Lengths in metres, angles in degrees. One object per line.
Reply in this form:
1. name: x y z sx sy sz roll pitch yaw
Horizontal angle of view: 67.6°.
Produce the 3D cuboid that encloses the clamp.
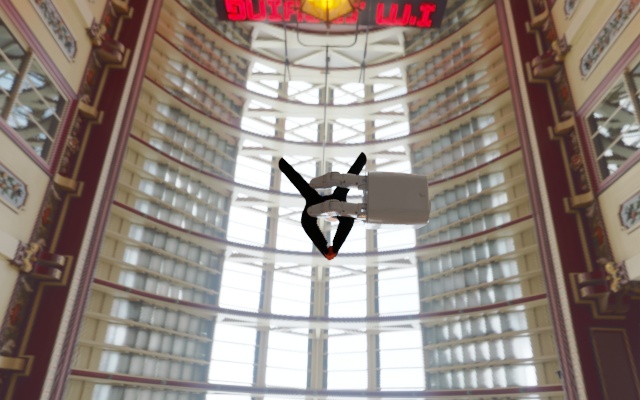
1. clamp: 0.000 0.004 0.854 0.164 0.210 0.036 2 -26 3
